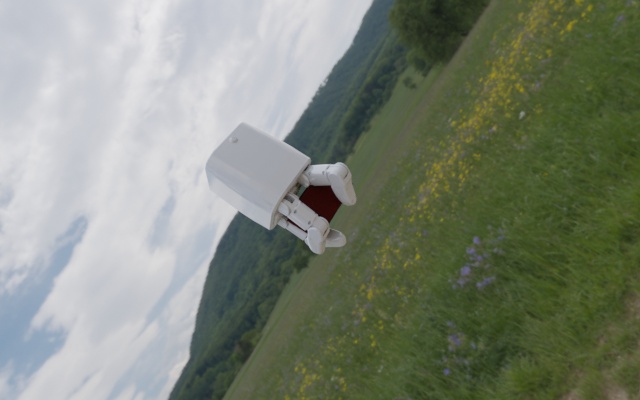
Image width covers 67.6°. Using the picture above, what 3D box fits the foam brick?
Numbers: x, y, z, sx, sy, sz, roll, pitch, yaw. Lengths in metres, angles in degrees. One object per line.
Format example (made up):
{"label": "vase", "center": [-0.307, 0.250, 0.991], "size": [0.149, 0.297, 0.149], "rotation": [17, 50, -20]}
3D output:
{"label": "foam brick", "center": [0.000, 0.002, 0.644], "size": [0.051, 0.078, 0.053], "rotation": [32, -37, 2]}
